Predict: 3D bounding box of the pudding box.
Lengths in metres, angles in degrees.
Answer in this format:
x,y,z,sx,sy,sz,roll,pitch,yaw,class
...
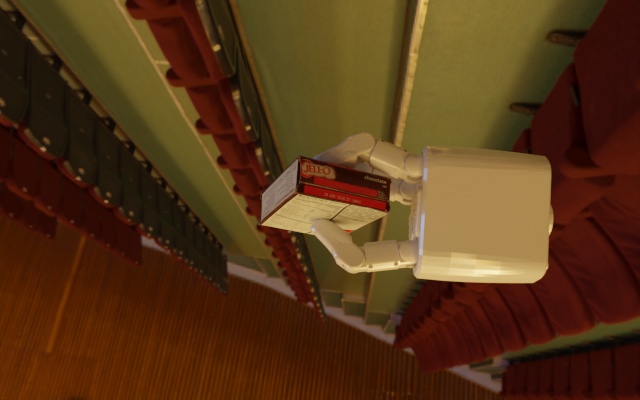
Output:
x,y,z,sx,sy,sz,roll,pitch,yaw,class
0.000,0.002,0.449,0.090,0.039,0.113,13,-23,-21,pudding box
